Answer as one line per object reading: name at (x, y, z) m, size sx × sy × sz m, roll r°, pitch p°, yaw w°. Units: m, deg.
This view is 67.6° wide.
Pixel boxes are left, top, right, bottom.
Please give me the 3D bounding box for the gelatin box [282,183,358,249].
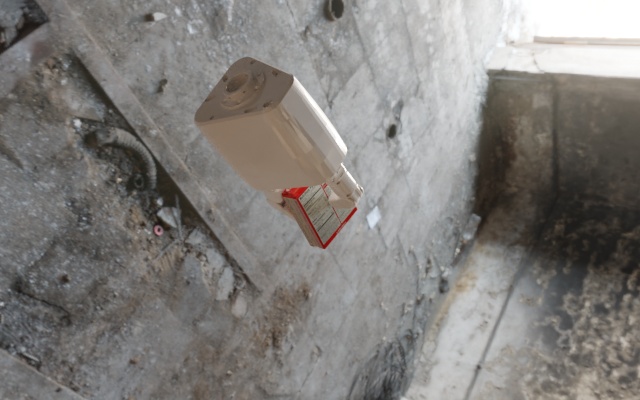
gelatin box at (0.001, 0.002, 0.574) m, size 0.030 × 0.089 × 0.073 m, roll 11°, pitch 50°, yaw 43°
